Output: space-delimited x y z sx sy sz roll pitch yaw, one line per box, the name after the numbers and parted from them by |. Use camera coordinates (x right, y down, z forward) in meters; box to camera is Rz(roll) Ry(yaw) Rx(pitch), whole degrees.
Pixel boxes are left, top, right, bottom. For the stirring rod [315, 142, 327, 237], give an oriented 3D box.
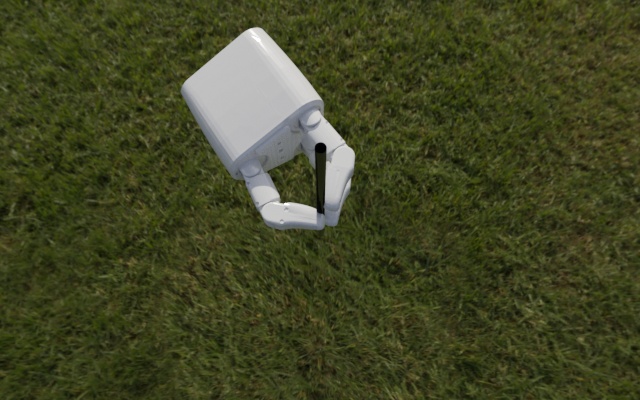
0.000 0.001 0.426 0.011 0.011 0.240 0 -17 0 | stirring rod
